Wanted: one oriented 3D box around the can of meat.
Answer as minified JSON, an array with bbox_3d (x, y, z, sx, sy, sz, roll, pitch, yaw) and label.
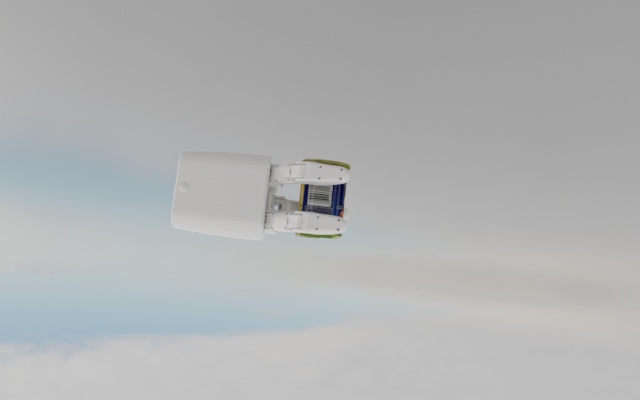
[{"bbox_3d":[0.000,0.002,0.578,0.057,0.084,0.102,7,-8,-4],"label":"can of meat"}]
